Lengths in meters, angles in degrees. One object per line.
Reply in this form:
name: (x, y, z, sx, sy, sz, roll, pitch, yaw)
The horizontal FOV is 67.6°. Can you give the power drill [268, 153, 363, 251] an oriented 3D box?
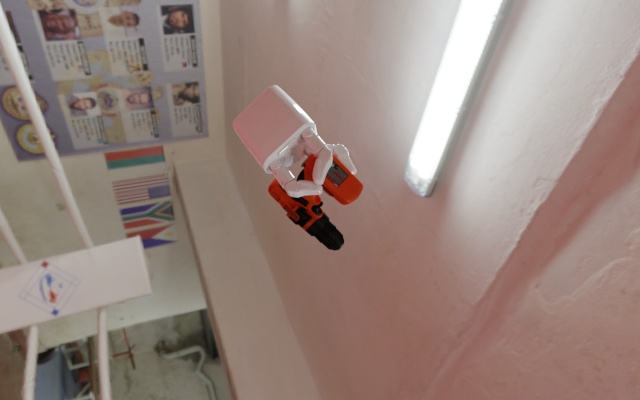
power drill: (0.000, 0.002, 0.862, 0.057, 0.184, 0.188, -49, 3, -34)
